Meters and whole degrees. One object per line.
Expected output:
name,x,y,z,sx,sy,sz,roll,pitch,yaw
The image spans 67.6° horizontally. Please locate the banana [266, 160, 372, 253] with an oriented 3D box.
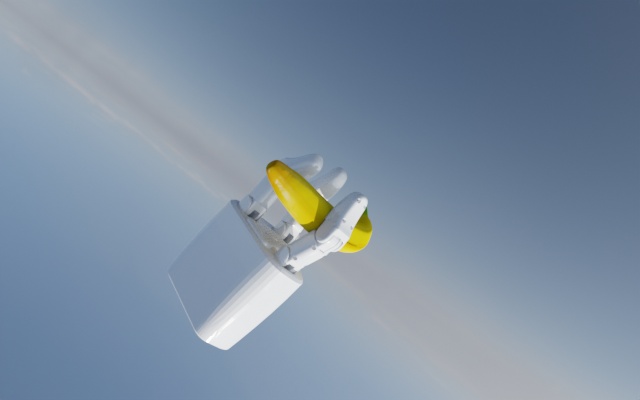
banana,0.009,0.017,0.491,0.037,0.069,0.198,-36,-28,16
